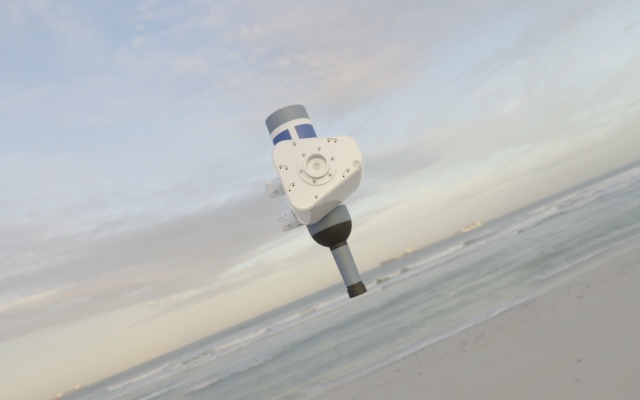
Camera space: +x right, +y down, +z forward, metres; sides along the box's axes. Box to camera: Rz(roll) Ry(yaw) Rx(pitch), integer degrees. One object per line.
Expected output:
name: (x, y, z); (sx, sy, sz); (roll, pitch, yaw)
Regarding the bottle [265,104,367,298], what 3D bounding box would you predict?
bottle: (0.000, 0.002, 0.713); (0.069, 0.295, 0.069); (-22, -10, -4)
